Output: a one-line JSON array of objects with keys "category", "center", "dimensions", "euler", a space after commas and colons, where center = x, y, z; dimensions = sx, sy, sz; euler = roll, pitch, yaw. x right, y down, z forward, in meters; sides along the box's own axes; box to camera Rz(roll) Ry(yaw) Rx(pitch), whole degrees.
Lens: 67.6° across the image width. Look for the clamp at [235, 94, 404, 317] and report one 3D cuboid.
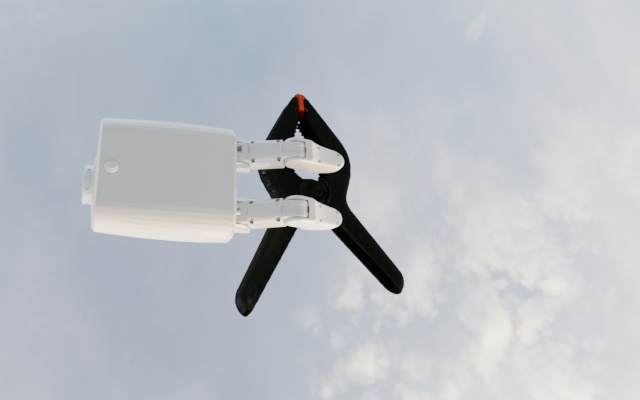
[{"category": "clamp", "center": [-0.001, 0.001, 0.454], "dimensions": [0.164, 0.210, 0.036], "euler": [5, -19, -25]}]
